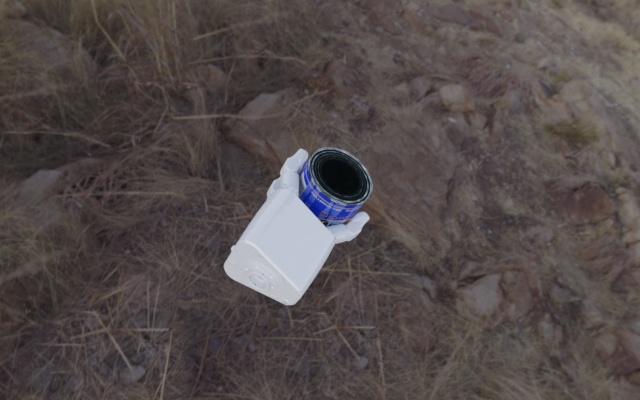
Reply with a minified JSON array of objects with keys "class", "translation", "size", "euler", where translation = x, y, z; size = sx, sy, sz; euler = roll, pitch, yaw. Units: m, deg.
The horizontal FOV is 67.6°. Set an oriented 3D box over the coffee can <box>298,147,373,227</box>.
[{"class":"coffee can","translation":[0.000,0.002,0.725],"size":[0.103,0.102,0.140],"euler":[0,-34,-31]}]
